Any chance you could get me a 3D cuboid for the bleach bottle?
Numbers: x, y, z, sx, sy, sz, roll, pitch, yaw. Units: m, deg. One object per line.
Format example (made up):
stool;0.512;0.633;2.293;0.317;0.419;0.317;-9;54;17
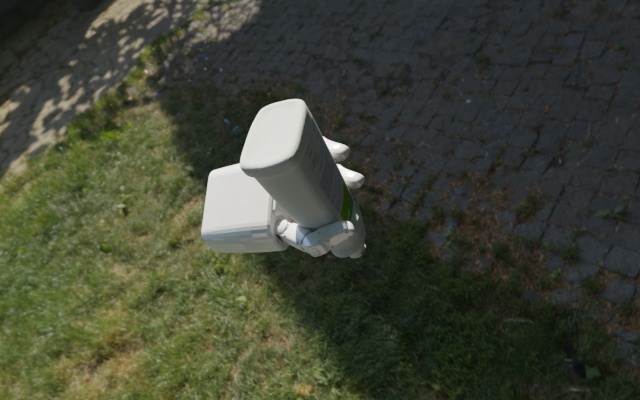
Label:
bleach bottle;0.000;0.002;0.576;0.068;0.102;0.251;-7;-39;24
